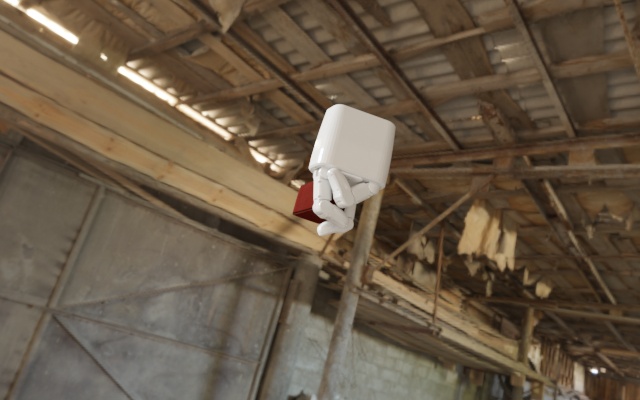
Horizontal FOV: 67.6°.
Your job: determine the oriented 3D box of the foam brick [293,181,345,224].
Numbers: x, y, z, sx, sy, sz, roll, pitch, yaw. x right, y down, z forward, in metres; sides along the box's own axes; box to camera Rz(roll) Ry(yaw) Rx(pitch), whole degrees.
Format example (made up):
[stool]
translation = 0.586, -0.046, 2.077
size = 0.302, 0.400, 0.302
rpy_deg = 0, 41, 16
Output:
[foam brick]
translation = 0.000, 0.003, 0.762
size = 0.053, 0.051, 0.078
rpy_deg = 22, -19, -26
